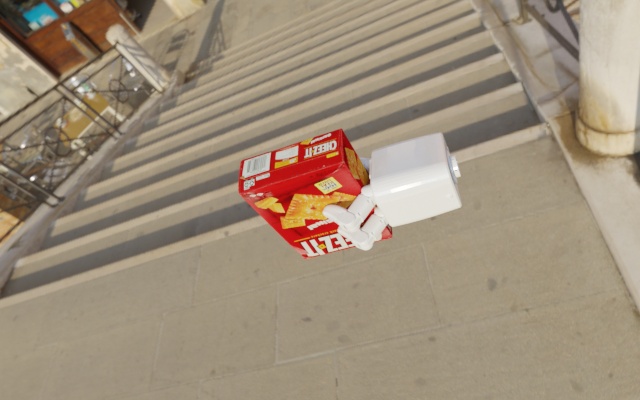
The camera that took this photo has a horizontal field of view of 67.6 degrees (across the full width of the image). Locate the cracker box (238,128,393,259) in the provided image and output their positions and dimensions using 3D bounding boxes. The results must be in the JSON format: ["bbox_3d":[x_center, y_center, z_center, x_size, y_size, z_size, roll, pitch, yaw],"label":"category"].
[{"bbox_3d":[0.000,0.002,0.730,0.164,0.072,0.214,-15,-39,19],"label":"cracker box"}]
